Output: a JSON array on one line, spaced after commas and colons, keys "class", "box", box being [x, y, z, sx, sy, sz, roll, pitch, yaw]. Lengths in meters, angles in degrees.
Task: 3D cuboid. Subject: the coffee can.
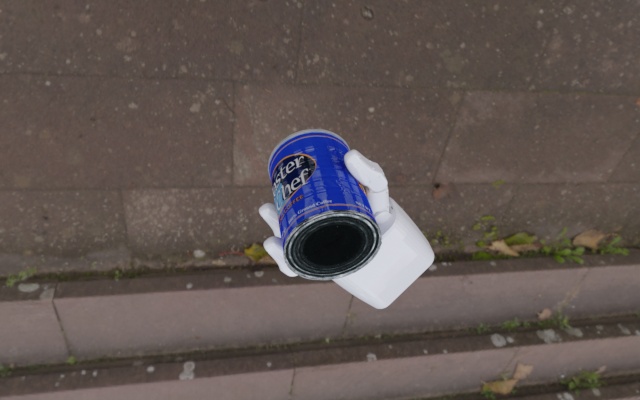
[{"class": "coffee can", "box": [0.000, 0.002, 0.531, 0.103, 0.103, 0.140, 0, 42, -14]}]
